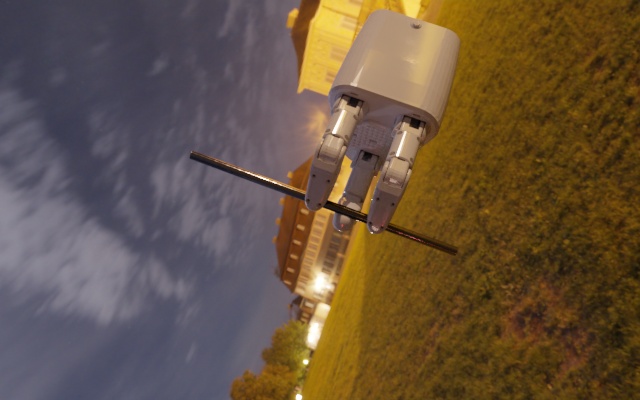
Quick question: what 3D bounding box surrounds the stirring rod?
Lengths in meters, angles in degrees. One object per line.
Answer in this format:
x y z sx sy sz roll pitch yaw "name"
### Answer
0.000 0.001 0.406 0.239 0.011 0.011 20 2 5 "stirring rod"
